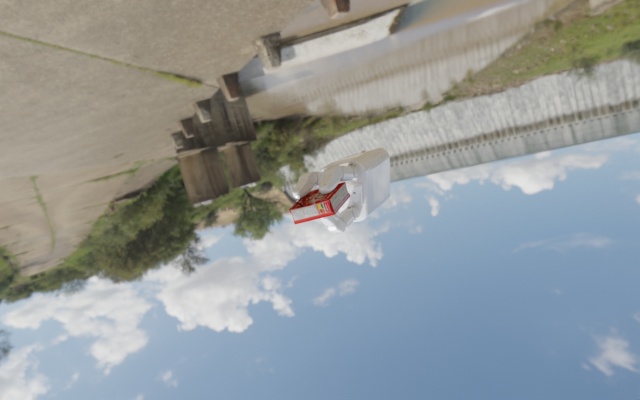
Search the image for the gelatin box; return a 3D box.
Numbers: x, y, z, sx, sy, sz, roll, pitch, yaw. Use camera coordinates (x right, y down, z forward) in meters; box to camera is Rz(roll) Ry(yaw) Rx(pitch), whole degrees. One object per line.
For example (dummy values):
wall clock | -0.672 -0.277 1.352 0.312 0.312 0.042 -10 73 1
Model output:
gelatin box | 0.000 0.003 0.774 0.073 0.030 0.089 -14 15 25
